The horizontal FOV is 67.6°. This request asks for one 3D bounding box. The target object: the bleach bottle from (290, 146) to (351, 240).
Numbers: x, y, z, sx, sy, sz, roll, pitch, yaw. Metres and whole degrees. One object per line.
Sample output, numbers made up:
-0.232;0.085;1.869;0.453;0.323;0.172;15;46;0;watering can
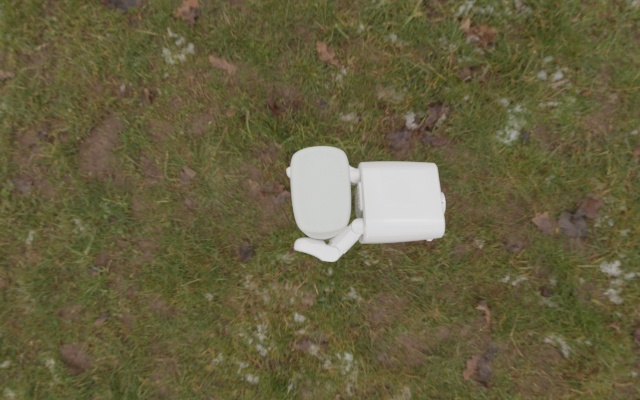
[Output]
0.000;0.002;0.653;0.068;0.102;0.251;-3;-6;-1;bleach bottle
